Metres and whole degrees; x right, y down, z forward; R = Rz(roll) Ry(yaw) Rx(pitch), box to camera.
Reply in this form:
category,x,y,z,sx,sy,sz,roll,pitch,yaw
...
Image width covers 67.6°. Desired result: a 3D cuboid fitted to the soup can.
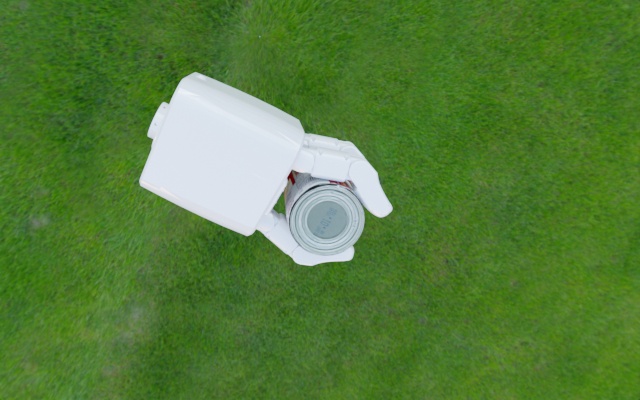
category,x,y,z,sx,sy,sz,roll,pitch,yaw
soup can,0.000,0.002,0.453,0.068,0.068,0.102,0,19,-7
